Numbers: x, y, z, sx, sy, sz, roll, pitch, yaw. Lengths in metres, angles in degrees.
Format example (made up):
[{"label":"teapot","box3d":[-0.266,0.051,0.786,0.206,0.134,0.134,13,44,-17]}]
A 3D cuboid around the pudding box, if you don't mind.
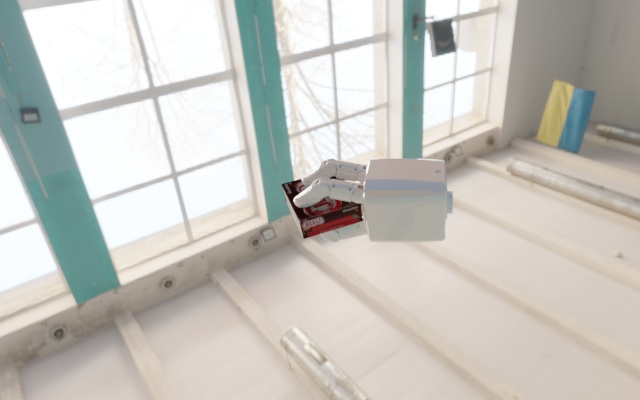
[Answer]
[{"label":"pudding box","box3d":[0.000,0.002,0.695,0.090,0.039,0.113,-16,30,-11]}]
